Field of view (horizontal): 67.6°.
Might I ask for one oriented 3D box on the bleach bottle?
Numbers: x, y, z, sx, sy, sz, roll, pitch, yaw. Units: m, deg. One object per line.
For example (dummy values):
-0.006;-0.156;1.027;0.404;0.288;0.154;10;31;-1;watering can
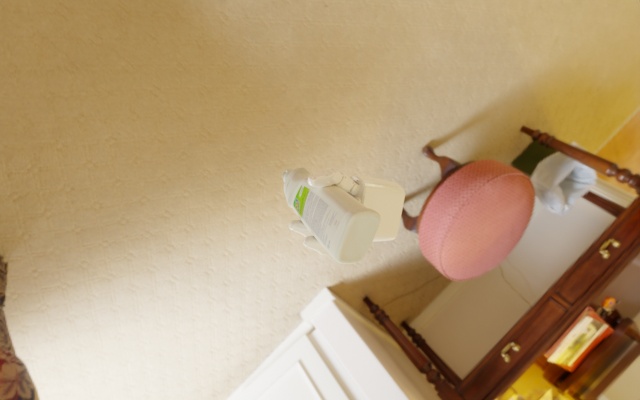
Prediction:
0.000;0.003;0.841;0.068;0.103;0.250;4;26;-35;bleach bottle
